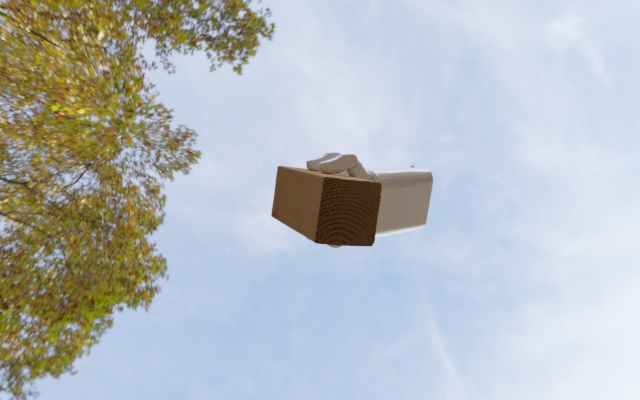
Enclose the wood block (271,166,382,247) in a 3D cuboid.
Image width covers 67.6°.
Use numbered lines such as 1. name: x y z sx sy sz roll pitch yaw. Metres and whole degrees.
1. wood block: 0.000 0.003 0.725 0.090 0.091 0.206 5 6 -22
